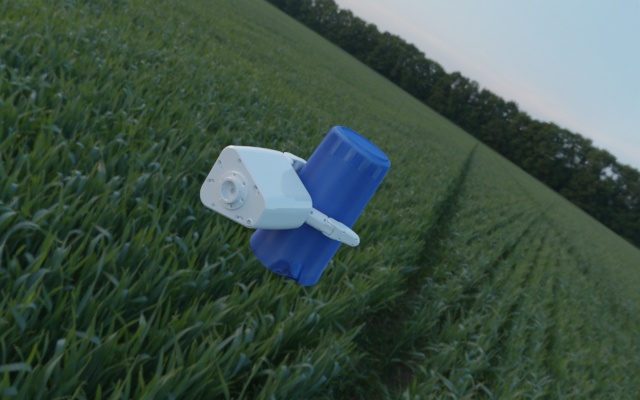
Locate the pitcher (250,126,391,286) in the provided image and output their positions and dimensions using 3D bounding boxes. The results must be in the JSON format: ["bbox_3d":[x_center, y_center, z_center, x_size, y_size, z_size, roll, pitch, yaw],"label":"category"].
[{"bbox_3d":[0.000,0.003,0.773,0.149,0.243,0.145,43,20,26],"label":"pitcher"}]
